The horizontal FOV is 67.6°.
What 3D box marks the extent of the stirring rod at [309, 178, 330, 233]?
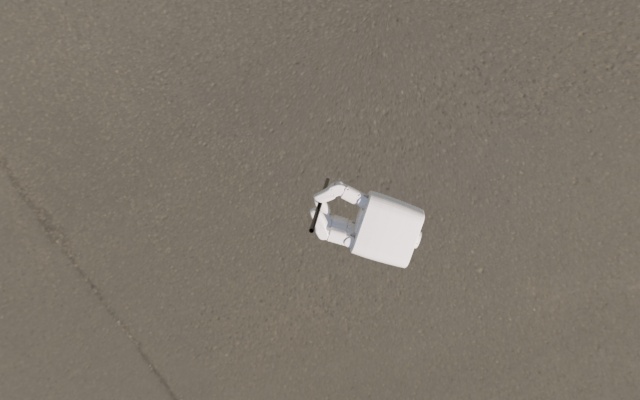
[{"bbox_3d":[0.000,0.003,0.872,0.011,0.011,0.239,0,22,8],"label":"stirring rod"}]
